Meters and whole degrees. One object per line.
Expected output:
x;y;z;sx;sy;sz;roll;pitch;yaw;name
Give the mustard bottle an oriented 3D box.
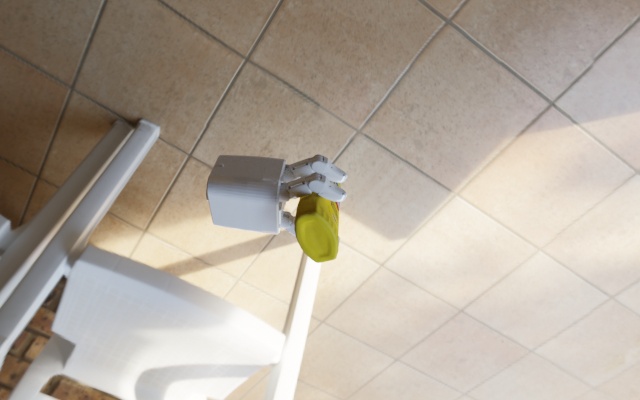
0.000;0.003;0.752;0.058;0.096;0.191;-15;32;14;mustard bottle
